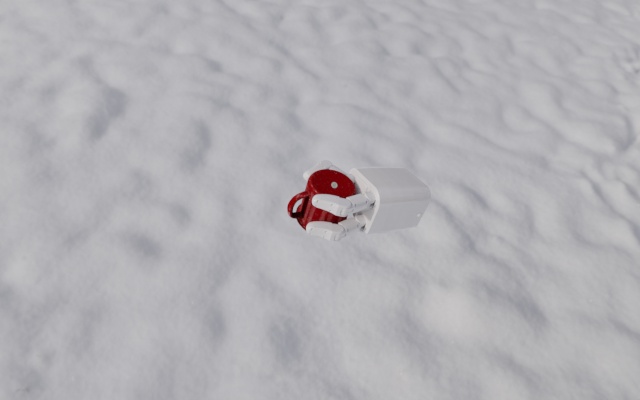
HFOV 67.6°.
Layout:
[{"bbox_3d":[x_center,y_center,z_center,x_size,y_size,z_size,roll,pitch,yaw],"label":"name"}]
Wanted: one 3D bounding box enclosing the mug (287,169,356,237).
[{"bbox_3d":[-0.001,0.003,0.798,0.117,0.082,0.093,-5,46,-24],"label":"mug"}]
